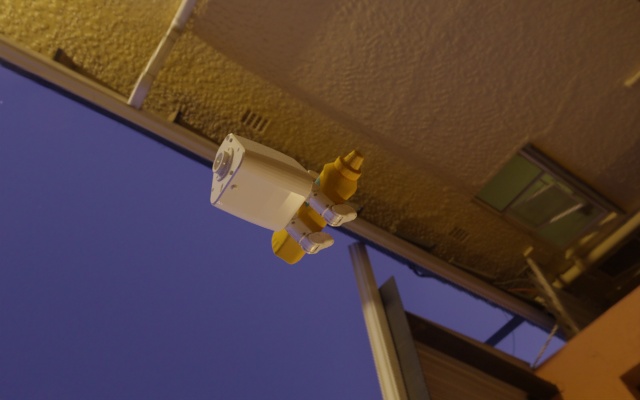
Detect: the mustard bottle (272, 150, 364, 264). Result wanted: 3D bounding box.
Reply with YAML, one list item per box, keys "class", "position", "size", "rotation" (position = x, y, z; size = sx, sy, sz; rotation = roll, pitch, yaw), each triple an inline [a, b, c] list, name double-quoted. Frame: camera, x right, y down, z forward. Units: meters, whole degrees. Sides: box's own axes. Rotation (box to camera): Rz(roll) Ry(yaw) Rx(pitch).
- class: "mustard bottle"
  position: [0.000, 0.003, 0.713]
  size: [0.058, 0.192, 0.096]
  rotation: [34, 25, -8]
